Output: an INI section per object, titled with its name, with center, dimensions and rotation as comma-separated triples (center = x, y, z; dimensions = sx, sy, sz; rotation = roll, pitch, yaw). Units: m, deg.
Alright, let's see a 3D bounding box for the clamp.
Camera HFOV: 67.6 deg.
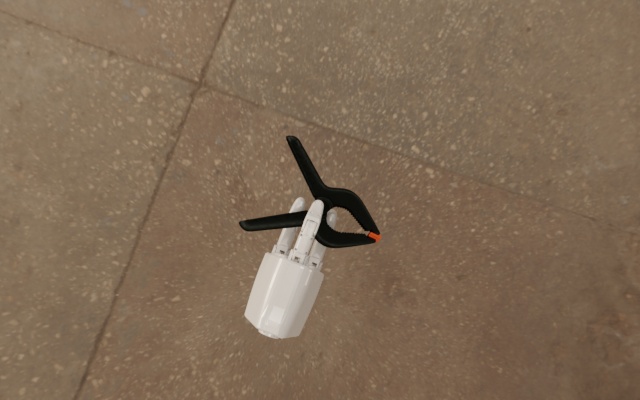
[clamp]
center = 0.001, 0.003, 0.736
dimensions = 0.210, 0.164, 0.036
rotation = 21, -7, 0
